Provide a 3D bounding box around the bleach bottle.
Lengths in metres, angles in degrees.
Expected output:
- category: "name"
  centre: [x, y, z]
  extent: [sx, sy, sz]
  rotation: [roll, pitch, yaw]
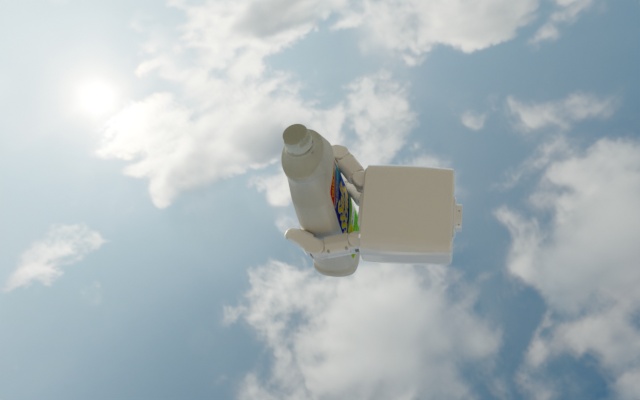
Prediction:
- category: "bleach bottle"
  centre: [0.000, 0.002, 0.606]
  extent: [0.068, 0.102, 0.251]
  rotation: [1, -31, 17]
